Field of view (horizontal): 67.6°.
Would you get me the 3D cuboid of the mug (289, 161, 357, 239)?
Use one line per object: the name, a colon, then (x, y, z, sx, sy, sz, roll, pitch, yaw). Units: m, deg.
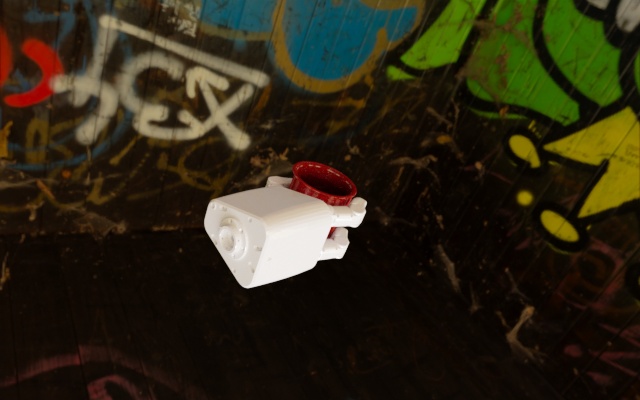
mug: (0.001, 0.002, 0.675, 0.117, 0.081, 0.093, -9, 41, -47)
